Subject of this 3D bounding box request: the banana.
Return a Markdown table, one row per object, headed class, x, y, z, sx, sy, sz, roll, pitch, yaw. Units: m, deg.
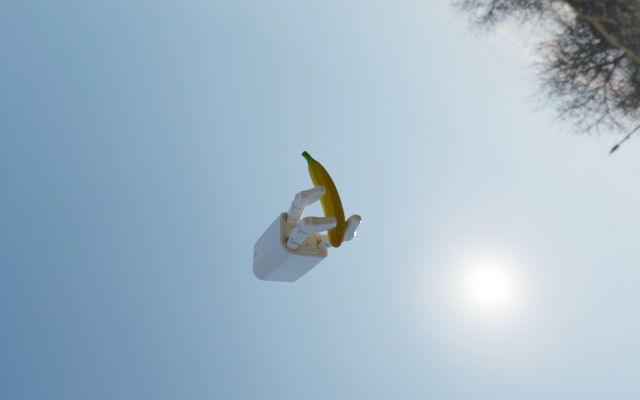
| class | x | y | z | sx | sy | sz | roll | pitch | yaw |
| --- | --- | --- | --- | --- | --- | --- | --- | --- | --- |
| banana | 0.011 | 0.002 | 0.880 | 0.037 | 0.197 | 0.069 | -36 | -29 | 30 |
